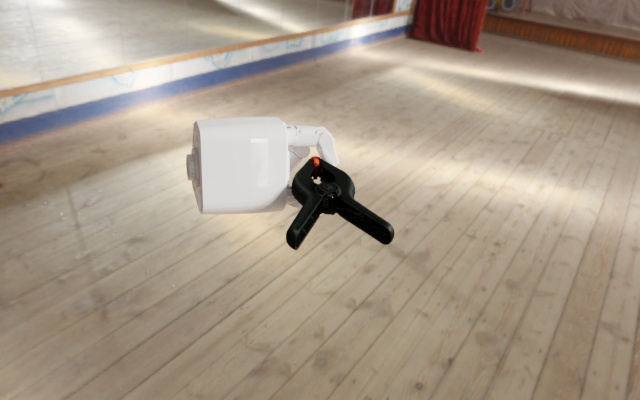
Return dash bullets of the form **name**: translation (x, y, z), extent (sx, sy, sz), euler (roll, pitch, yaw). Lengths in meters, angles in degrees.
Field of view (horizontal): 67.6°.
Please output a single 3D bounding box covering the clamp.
- **clamp**: translation (0.000, 0.001, 0.569), extent (0.120, 0.039, 0.171), euler (-2, 32, -23)
